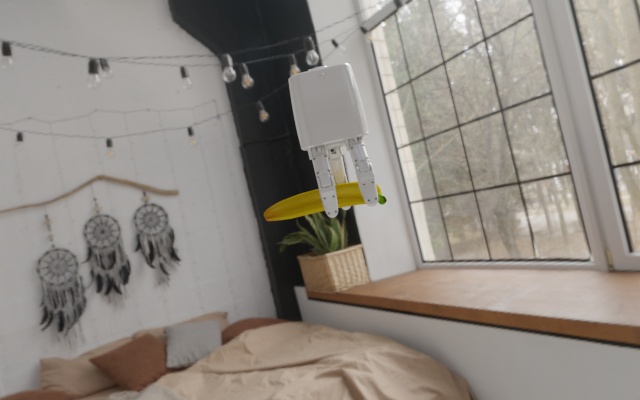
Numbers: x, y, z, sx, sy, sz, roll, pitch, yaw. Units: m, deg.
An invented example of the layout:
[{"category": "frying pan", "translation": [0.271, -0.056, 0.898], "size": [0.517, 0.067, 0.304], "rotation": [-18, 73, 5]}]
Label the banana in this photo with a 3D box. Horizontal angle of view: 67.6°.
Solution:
[{"category": "banana", "translation": [0.010, -0.001, 0.725], "size": [0.198, 0.037, 0.069], "rotation": [-11, 5, 24]}]
